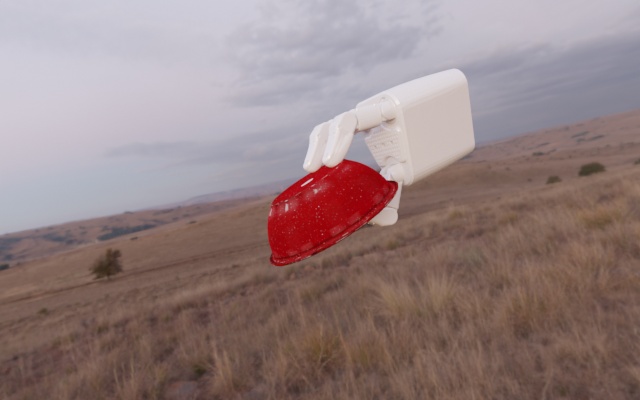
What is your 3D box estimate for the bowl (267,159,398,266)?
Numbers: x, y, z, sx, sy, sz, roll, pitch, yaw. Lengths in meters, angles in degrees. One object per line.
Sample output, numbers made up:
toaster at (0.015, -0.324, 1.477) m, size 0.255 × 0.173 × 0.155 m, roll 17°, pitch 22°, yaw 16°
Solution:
bowl at (-0.001, 0.002, 0.512) m, size 0.162 × 0.055 × 0.162 m, roll -31°, pitch 11°, yaw 7°
